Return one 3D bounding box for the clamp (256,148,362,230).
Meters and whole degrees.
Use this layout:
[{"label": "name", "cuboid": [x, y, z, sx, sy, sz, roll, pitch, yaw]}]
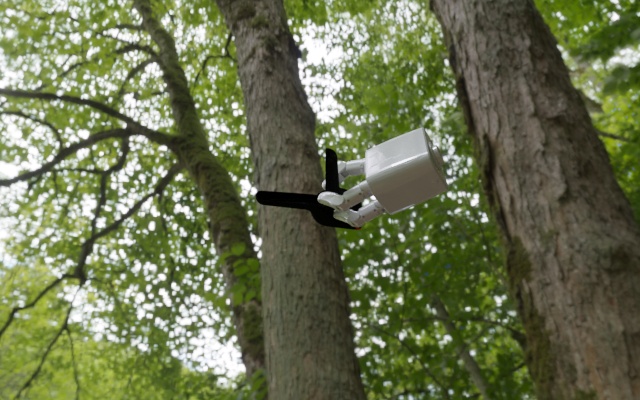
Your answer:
[{"label": "clamp", "cuboid": [0.001, 0.002, 0.847, 0.164, 0.036, 0.210, -24, -41, 20]}]
